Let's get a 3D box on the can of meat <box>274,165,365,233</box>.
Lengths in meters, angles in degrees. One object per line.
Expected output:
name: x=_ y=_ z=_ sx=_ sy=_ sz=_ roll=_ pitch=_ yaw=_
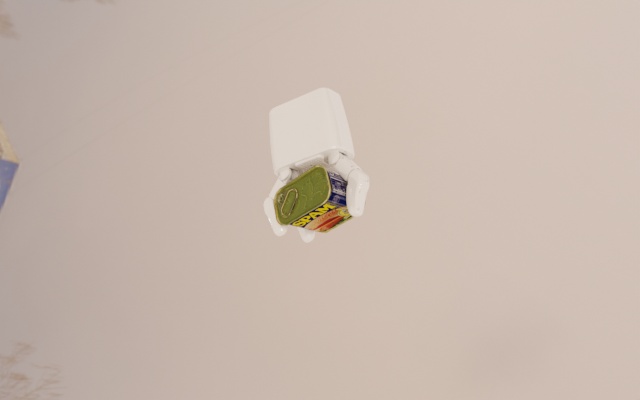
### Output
can of meat: x=0.000 y=0.002 z=0.665 sx=0.102 sy=0.057 sz=0.084 roll=-31 pitch=-31 yaw=33
